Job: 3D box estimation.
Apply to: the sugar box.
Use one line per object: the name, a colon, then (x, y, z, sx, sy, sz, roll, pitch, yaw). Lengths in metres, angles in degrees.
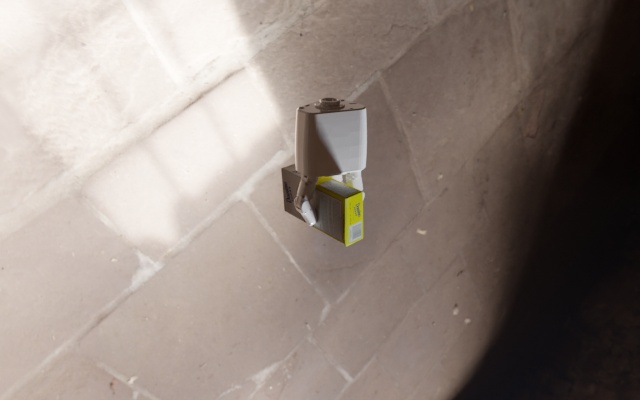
sugar box: (0.001, 0.002, 0.839, 0.048, 0.093, 0.176, -21, 33, -32)
